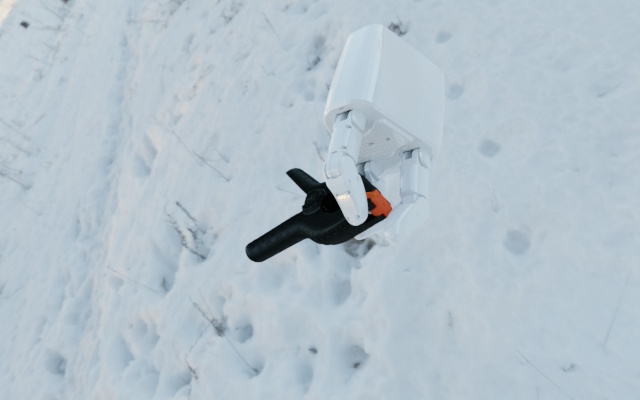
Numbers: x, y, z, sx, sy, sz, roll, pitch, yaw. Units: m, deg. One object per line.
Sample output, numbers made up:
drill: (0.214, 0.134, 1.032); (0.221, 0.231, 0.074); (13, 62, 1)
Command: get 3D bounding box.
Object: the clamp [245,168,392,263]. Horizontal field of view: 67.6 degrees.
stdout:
clamp: (0.000, 0.001, 0.485); (0.171, 0.120, 0.039); (-13, -39, 39)
